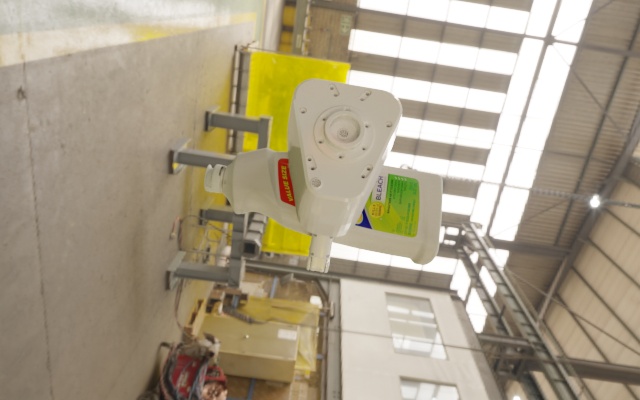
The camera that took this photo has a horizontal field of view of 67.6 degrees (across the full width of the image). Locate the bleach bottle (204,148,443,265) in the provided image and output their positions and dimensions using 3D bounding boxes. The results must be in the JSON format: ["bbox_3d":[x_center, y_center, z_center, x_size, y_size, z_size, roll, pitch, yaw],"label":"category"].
[{"bbox_3d":[0.000,0.002,0.518,0.251,0.102,0.068,8,-17,-1],"label":"bleach bottle"}]
